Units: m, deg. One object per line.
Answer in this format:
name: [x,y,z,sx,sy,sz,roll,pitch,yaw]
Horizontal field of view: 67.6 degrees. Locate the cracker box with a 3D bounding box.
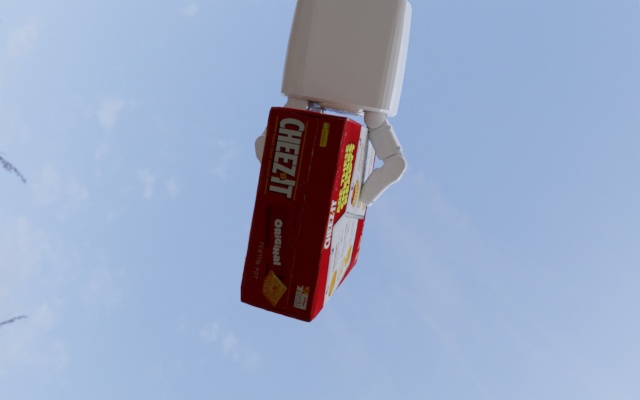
cracker box: [0.000,0.002,0.471,0.072,0.164,0.213,11,8,13]
